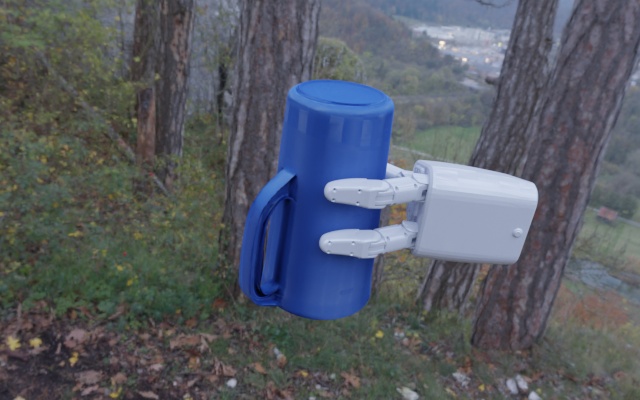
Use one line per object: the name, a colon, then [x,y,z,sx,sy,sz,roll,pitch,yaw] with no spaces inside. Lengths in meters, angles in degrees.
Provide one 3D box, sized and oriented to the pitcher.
pitcher: [0.000,0.002,0.519,0.145,0.243,0.149,8,27,2]
